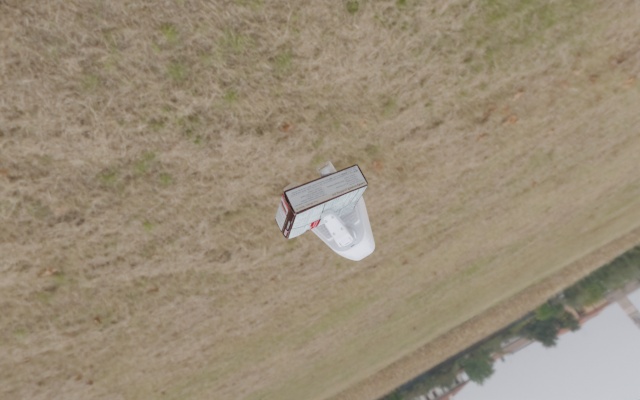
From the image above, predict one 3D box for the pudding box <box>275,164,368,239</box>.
[{"bbox_3d":[0.000,0.002,0.641,0.113,0.039,0.090,-23,-19,-21],"label":"pudding box"}]
